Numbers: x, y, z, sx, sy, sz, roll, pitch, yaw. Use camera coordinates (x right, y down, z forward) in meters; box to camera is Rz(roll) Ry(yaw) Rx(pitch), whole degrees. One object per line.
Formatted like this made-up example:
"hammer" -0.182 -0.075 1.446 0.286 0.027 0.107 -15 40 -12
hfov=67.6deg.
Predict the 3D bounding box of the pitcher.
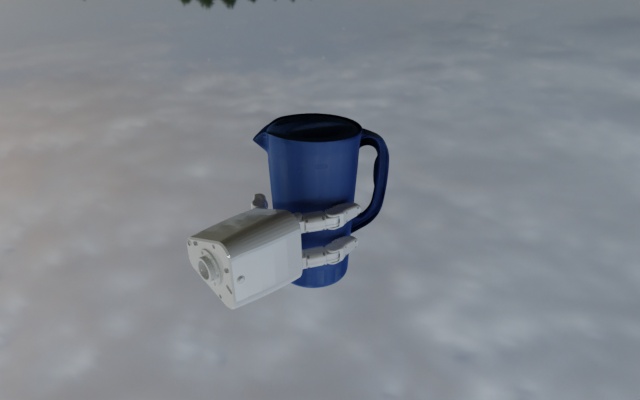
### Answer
"pitcher" 0.000 0.002 0.697 0.145 0.243 0.149 -23 34 -39
